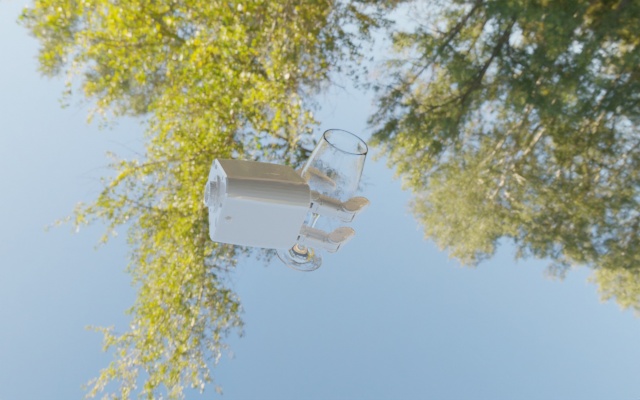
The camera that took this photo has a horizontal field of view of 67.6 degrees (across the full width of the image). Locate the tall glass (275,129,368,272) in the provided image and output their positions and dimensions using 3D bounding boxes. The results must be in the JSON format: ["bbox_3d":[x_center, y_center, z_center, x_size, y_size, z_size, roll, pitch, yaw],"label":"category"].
[{"bbox_3d":[0.000,0.003,0.662,0.079,0.201,0.079,16,33,-11],"label":"tall glass"}]
